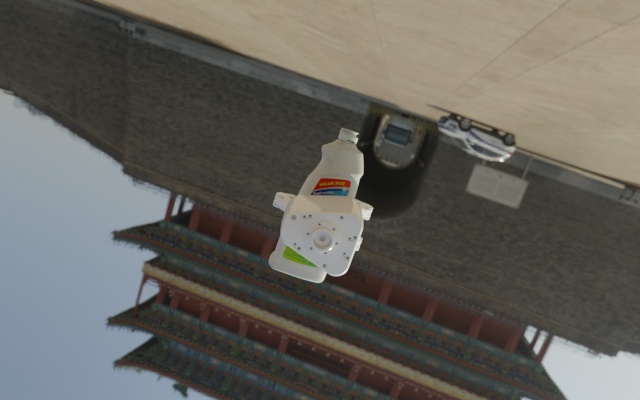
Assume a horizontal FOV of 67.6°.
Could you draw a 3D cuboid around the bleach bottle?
[{"bbox_3d":[0.000,0.003,0.783,0.102,0.251,0.068,18,11,-2],"label":"bleach bottle"}]
